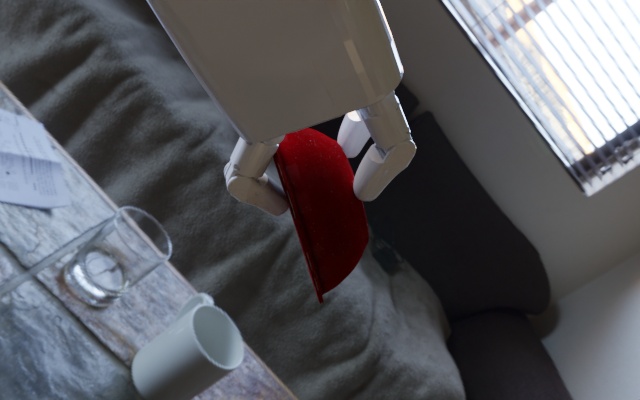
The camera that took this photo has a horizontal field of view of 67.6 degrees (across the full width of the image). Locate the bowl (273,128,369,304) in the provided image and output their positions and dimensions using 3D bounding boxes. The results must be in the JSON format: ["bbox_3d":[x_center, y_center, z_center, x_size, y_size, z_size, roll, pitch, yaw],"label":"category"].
[{"bbox_3d":[0.001,0.002,0.404,0.055,0.162,0.162,-17,1,-5],"label":"bowl"}]
